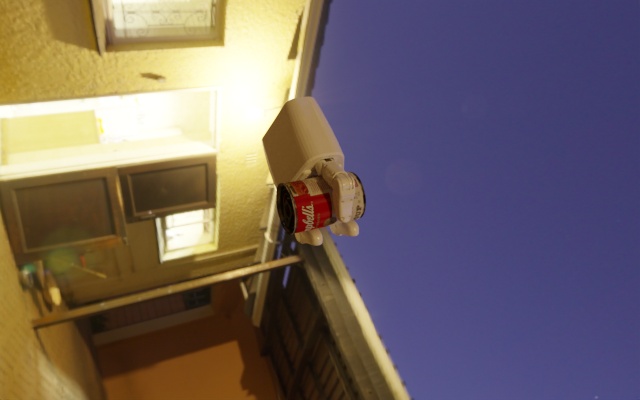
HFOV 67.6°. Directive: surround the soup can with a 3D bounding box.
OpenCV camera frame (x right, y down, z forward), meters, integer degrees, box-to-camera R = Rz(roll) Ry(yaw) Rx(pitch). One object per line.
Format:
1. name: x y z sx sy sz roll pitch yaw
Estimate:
1. soup can: 0.001 0.002 0.632 0.102 0.068 0.068 -11 4 -23
